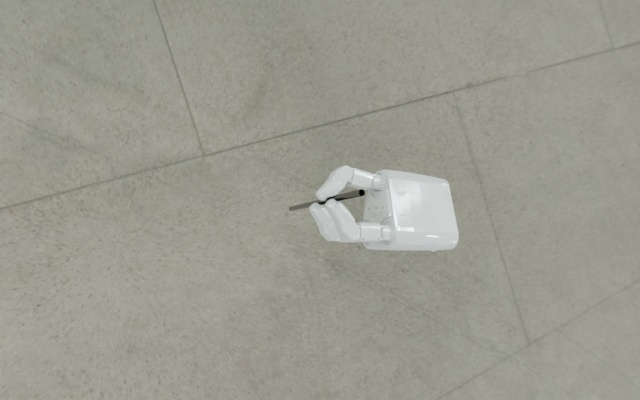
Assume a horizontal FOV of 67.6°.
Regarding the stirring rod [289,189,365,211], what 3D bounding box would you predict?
[{"bbox_3d":[0.000,0.002,0.653,0.011,0.011,0.239,0,-5,-23],"label":"stirring rod"}]
